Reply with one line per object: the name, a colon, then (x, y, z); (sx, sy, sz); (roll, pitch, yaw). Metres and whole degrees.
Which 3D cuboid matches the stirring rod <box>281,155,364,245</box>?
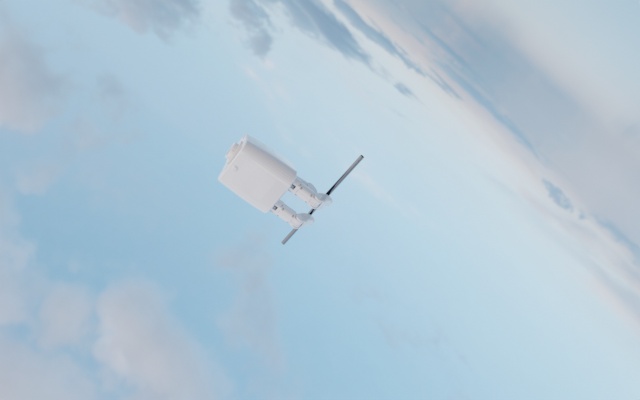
stirring rod: (0.000, 0.003, 0.893); (0.239, 0.011, 0.011); (-48, -24, 24)
